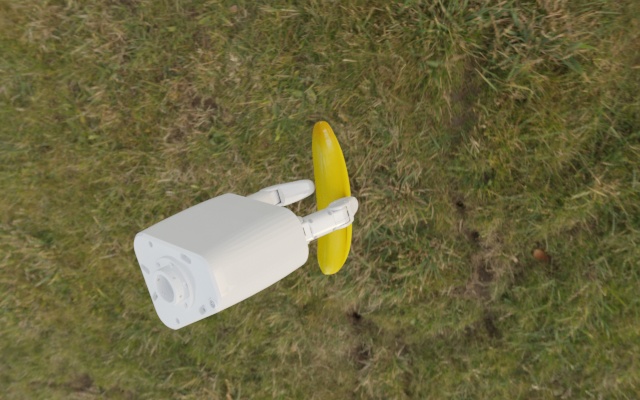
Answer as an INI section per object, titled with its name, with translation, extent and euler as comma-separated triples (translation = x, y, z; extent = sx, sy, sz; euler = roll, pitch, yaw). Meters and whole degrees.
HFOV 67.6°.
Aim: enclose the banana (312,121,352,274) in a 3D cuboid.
[banana]
translation = 0.009, 0.012, 0.544
extent = 0.037, 0.198, 0.069
euler = -14, 31, -26
